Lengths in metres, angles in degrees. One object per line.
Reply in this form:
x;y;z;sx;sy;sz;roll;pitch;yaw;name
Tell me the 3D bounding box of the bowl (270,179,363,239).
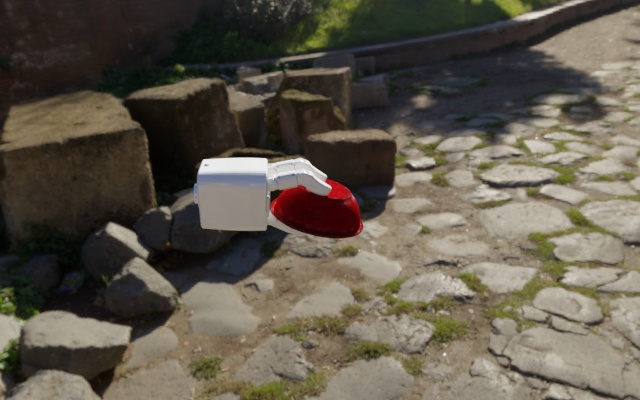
0.001;0.002;0.799;0.162;0.055;0.162;12;21;-5;bowl
